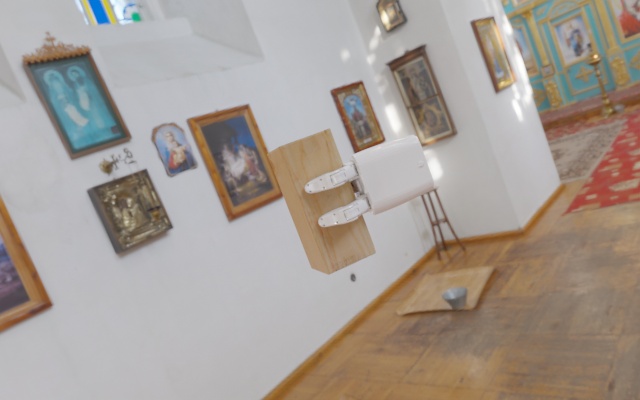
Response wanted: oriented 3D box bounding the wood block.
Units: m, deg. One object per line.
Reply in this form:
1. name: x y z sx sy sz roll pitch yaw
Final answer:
1. wood block: 0.000 0.002 0.764 0.090 0.206 0.091 -22 6 -17
